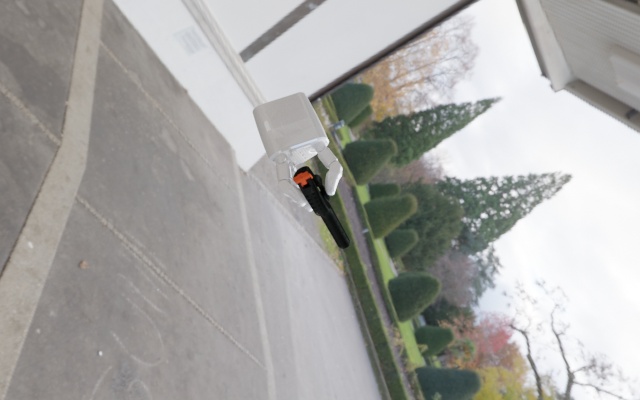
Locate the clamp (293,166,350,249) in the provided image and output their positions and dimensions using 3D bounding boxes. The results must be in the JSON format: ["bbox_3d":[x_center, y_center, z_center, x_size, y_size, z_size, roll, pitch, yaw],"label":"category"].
[{"bbox_3d":[0.001,0.002,0.855,0.036,0.164,0.210,-27,-16,5],"label":"clamp"}]
